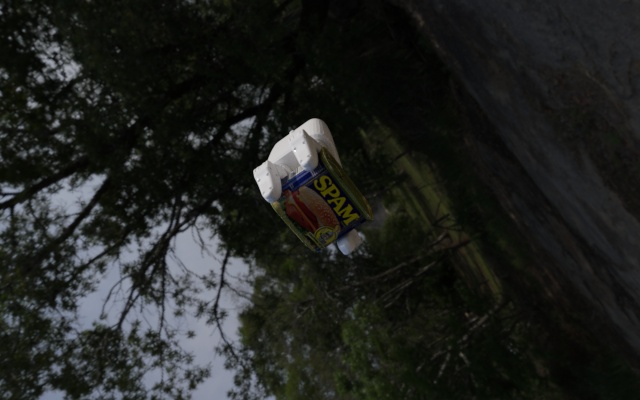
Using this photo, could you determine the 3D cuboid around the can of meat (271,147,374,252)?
[{"bbox_3d":[0.000,0.002,0.570,0.084,0.102,0.057,-34,21,13],"label":"can of meat"}]
